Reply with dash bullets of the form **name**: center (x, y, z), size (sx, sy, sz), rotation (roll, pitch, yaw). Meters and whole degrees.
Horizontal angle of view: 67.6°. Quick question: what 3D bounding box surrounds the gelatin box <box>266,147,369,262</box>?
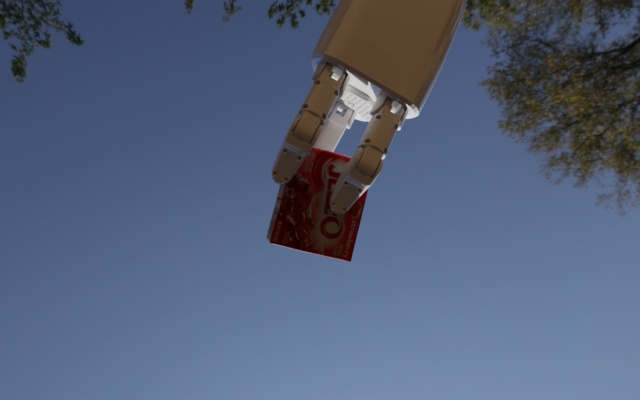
- **gelatin box**: center (0.000, 0.002, 0.414), size (0.073, 0.089, 0.030), rotation (15, 0, -13)
